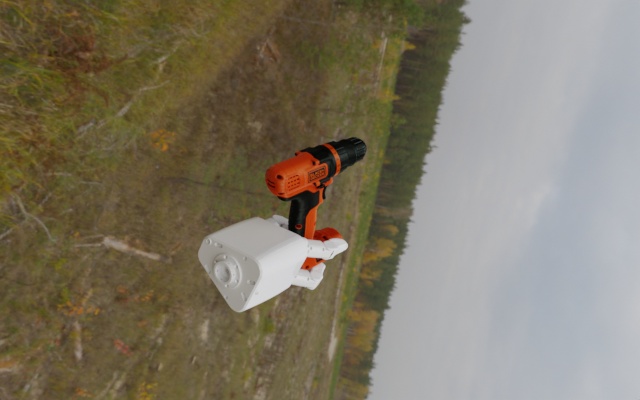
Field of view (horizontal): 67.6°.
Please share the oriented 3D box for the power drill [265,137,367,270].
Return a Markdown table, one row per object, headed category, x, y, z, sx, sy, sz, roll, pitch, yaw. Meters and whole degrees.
| category | x | y | z | sx | sy | sz | roll | pitch | yaw |
| --- | --- | --- | --- | --- | --- | --- | --- | --- | --- |
| power drill | 0.000 | 0.003 | 0.750 | 0.184 | 0.188 | 0.057 | -23 | 35 | -33 |
